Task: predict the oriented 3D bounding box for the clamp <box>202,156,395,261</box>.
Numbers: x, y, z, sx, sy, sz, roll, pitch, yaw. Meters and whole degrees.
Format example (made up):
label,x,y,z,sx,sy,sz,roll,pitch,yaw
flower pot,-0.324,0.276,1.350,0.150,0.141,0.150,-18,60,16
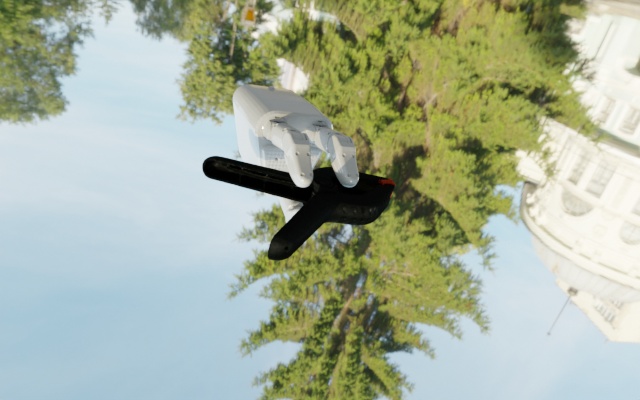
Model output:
label,x,y,z,sx,sy,sz,roll,pitch,yaw
clamp,0.000,0.002,0.493,0.210,0.036,0.164,0,32,-29
